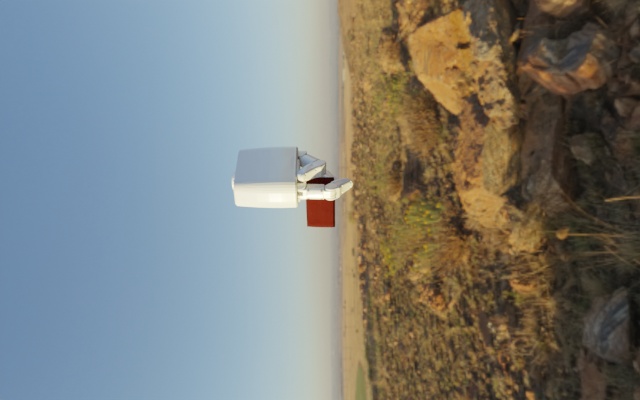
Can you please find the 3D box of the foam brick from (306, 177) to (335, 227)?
[{"bbox_3d":[0.000,0.003,0.861,0.051,0.078,0.053,-1,31,0],"label":"foam brick"}]
